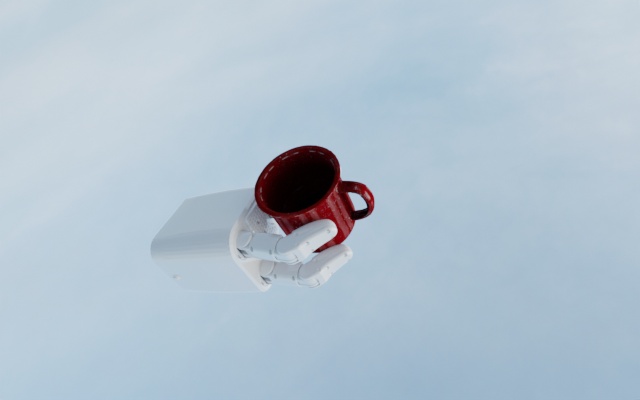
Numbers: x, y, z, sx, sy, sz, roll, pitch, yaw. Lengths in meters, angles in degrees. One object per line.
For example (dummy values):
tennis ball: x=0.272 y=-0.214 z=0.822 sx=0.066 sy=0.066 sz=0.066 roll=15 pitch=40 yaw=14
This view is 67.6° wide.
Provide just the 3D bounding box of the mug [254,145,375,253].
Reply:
mug: x=0.002 y=0.002 z=0.502 sx=0.117 sy=0.093 sz=0.082 roll=-4 pitch=-38 yaw=22
